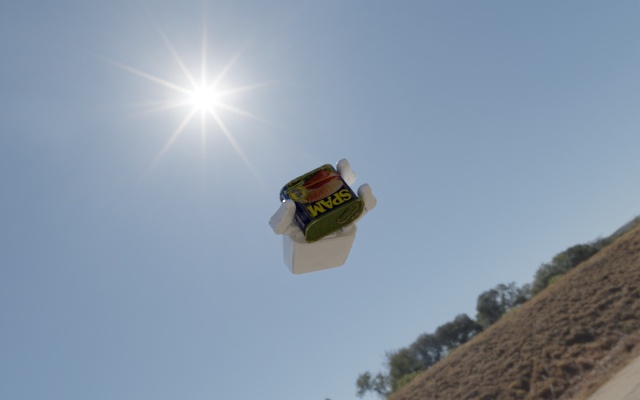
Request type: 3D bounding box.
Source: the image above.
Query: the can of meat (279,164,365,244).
[{"bbox_3d":[0.000,0.002,0.715,0.102,0.084,0.057,-26,-30,-20],"label":"can of meat"}]
